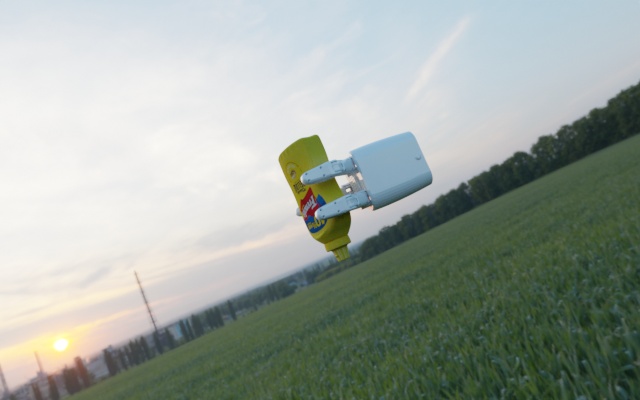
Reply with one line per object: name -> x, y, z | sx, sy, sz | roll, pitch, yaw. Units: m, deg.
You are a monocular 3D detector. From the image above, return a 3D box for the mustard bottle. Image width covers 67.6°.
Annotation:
mustard bottle -> 0.000, 0.002, 0.735 | 0.058, 0.191, 0.096 | -19, -8, -34
